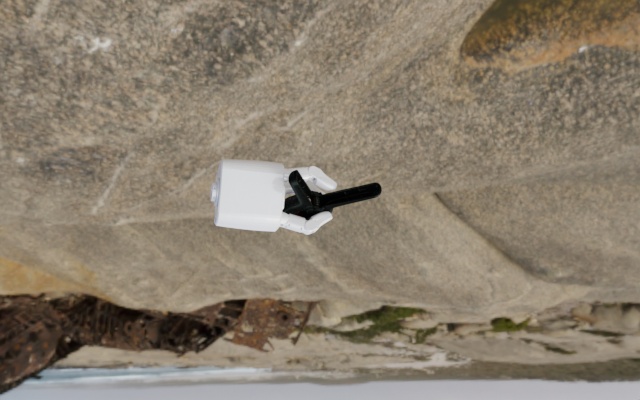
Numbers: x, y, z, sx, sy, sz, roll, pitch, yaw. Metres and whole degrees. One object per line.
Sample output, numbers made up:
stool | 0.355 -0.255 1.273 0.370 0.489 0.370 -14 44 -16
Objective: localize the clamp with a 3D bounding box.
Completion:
clamp | 0.000 0.004 0.848 0.164 0.036 0.210 6 -22 -17
